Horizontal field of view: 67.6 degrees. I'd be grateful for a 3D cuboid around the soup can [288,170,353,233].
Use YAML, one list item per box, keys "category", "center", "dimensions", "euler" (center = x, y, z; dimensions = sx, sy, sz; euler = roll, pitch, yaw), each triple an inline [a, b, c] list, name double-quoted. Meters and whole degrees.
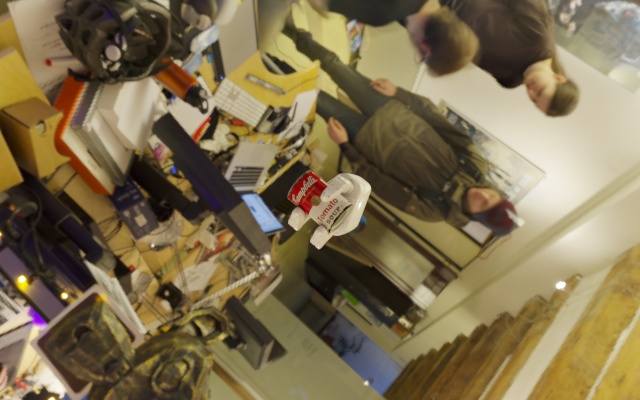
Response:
- category: "soup can"
  center: [0.000, 0.003, 0.863]
  dimensions: [0.102, 0.068, 0.068]
  euler: [40, 11, 14]
